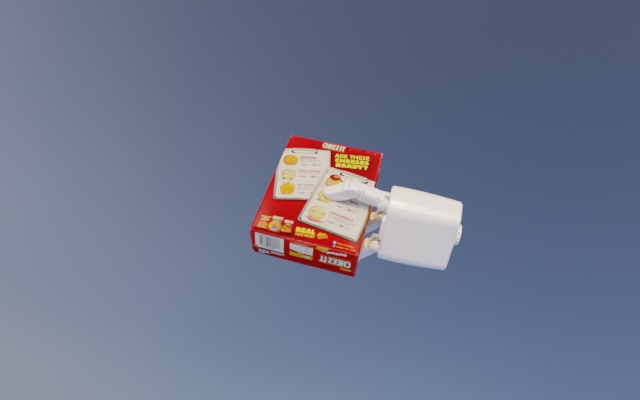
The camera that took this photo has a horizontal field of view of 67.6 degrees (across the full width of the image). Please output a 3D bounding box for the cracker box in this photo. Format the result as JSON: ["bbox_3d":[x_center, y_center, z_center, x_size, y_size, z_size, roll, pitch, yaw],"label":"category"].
[{"bbox_3d":[0.000,0.003,0.768,0.164,0.213,0.072,13,-40,7],"label":"cracker box"}]
